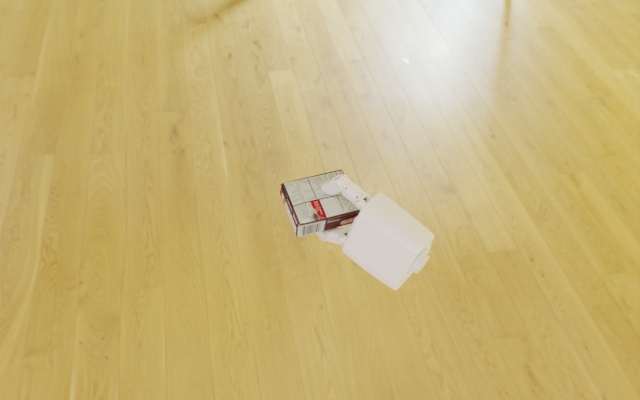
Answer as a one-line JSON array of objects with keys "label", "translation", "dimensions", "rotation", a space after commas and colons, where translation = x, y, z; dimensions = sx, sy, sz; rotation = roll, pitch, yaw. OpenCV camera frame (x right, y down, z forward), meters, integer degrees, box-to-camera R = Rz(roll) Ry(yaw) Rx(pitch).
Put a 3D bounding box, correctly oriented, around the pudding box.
[{"label": "pudding box", "translation": [0.000, 0.003, 0.786], "dimensions": [0.113, 0.090, 0.039], "rotation": [-12, -34, -18]}]
